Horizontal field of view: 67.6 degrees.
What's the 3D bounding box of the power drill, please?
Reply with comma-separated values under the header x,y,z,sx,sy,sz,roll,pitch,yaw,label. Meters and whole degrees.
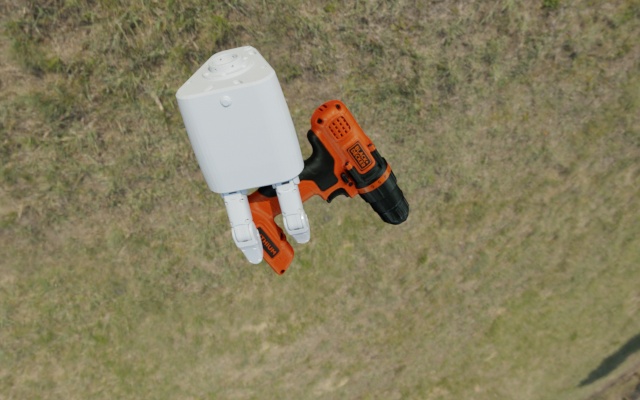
x,y,z,sx,sy,sz,roll,pitch,yaw,label
0.000,0.002,0.574,0.187,0.184,0.057,-39,24,-2,power drill
